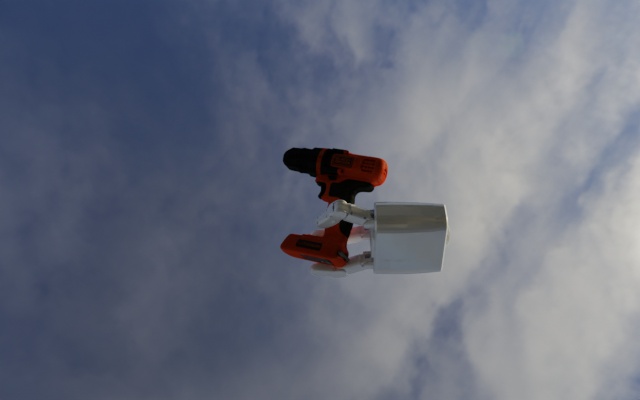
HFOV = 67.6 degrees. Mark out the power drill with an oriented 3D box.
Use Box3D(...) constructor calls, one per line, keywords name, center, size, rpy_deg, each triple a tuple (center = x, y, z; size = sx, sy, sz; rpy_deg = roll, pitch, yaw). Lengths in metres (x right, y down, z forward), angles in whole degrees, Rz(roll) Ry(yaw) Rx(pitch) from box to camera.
Box3D(name="power drill", center=(0.000, 0.003, 0.767), size=(0.184, 0.187, 0.057), rpy_deg=(10, -17, 26))
